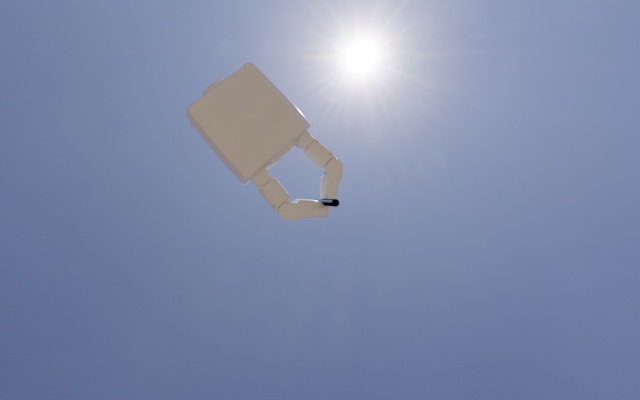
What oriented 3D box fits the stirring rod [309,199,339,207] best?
[{"bbox_3d":[0.000,0.002,0.608,0.011,0.011,0.239,0,0,-7],"label":"stirring rod"}]
